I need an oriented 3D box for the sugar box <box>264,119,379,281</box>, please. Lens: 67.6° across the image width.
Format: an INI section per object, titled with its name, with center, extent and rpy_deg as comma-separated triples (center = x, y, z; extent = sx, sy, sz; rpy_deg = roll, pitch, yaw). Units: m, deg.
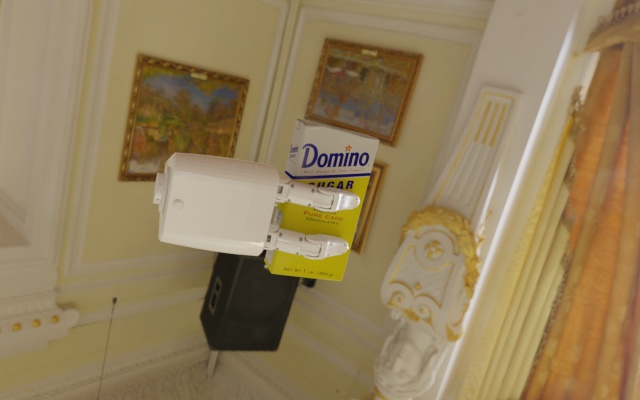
[sugar box]
center = 0.000, 0.002, 0.557
extent = 0.093, 0.176, 0.048
rpy_deg = 9, 14, -21
